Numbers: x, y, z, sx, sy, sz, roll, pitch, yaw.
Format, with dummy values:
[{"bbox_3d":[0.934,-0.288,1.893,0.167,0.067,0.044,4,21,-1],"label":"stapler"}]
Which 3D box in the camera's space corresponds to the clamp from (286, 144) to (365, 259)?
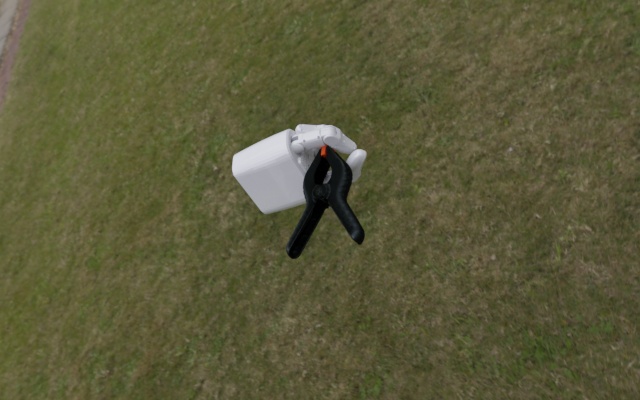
[{"bbox_3d":[0.000,0.002,0.672,0.120,0.171,0.039,-20,-39,22],"label":"clamp"}]
